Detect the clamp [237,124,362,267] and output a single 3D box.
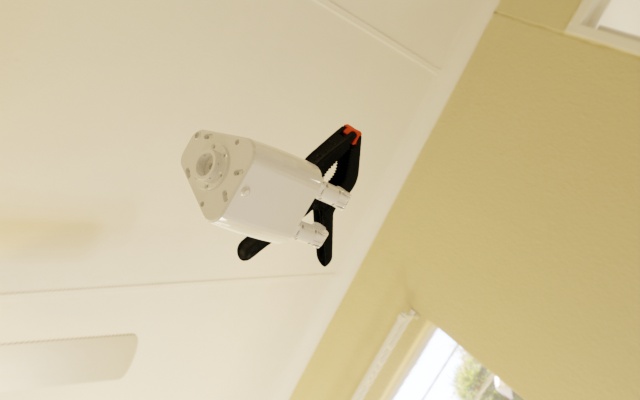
[{"bbox_3d":[0.000,0.001,0.630,0.036,0.210,0.164,39,11,39],"label":"clamp"}]
